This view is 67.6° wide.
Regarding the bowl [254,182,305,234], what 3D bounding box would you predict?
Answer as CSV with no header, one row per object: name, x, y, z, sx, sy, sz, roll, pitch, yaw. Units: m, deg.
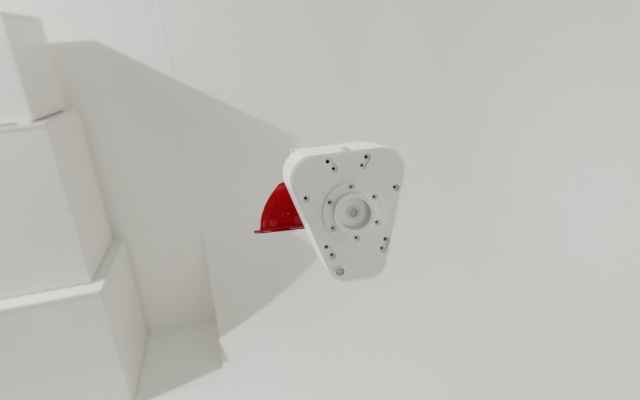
bowl,0.000,0.001,0.560,0.162,0.055,0.162,-7,-2,0
